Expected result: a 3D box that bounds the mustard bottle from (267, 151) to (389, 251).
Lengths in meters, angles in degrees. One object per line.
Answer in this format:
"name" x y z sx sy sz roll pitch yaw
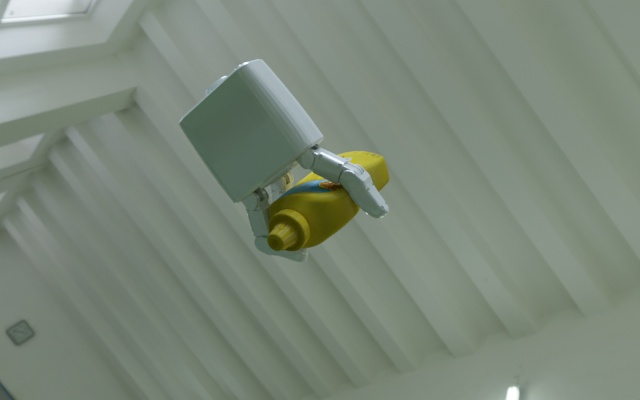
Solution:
"mustard bottle" 0.000 0.002 0.516 0.096 0.058 0.191 -6 19 31
